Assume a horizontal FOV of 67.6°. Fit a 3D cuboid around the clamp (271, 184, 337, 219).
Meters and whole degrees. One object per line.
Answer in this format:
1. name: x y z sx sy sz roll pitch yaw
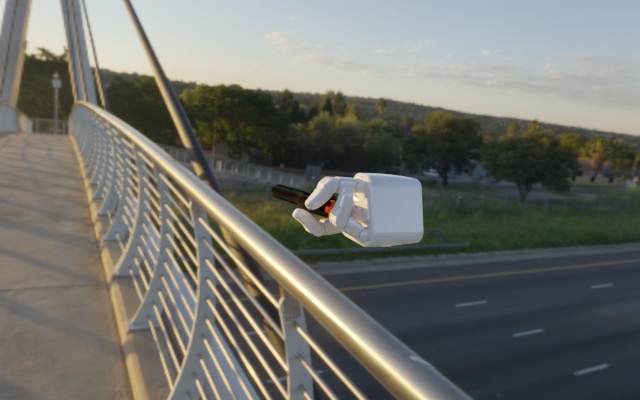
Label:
1. clamp: 0.000 0.002 0.806 0.120 0.039 0.171 1 13 -28
